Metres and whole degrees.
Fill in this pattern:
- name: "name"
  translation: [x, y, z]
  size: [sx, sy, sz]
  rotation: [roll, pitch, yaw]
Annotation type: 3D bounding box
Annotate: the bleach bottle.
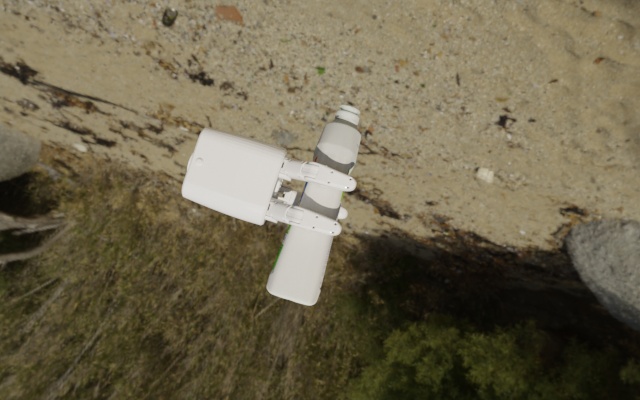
- name: "bleach bottle"
  translation: [0.000, 0.002, 0.615]
  size: [0.068, 0.251, 0.102]
  rotation: [18, -5, -1]
